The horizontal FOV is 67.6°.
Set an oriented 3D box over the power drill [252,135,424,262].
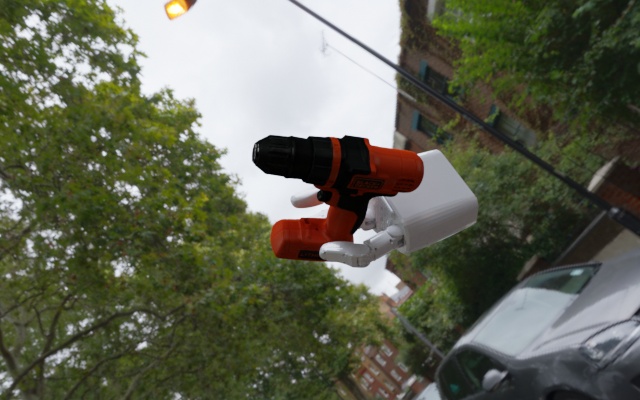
[{"bbox_3d":[0.000,0.002,0.543,0.184,0.057,0.188,7,-36,-17],"label":"power drill"}]
